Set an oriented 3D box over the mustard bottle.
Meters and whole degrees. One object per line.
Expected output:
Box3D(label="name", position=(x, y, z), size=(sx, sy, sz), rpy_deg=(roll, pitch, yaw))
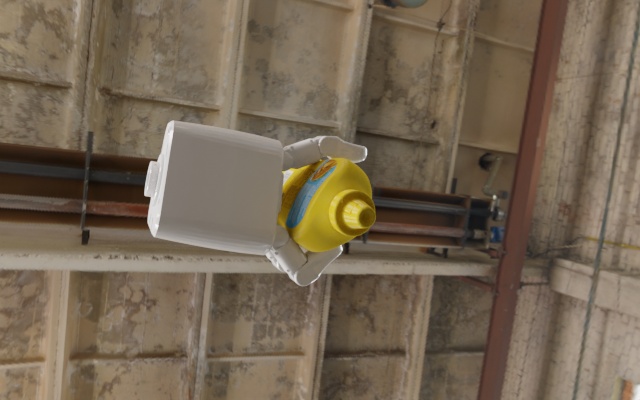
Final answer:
Box3D(label="mustard bottle", position=(0.000, 0.002, 0.481), size=(0.058, 0.096, 0.191), rpy_deg=(38, -8, -23))
